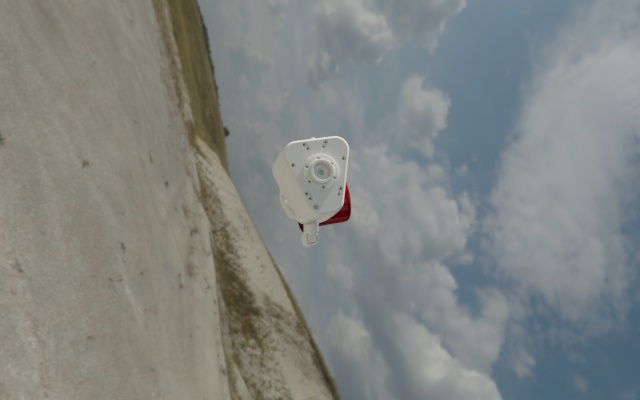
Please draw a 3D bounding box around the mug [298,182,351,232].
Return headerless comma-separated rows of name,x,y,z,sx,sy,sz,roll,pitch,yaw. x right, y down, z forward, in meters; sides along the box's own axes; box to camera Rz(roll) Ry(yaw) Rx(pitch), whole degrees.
mug,0.000,0.003,0.816,0.081,0.093,0.117,-9,-6,-12
